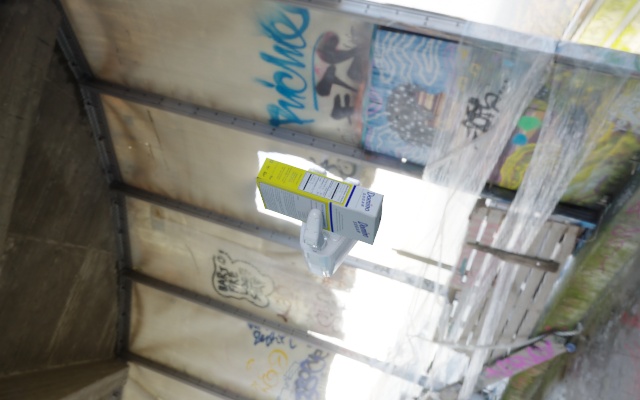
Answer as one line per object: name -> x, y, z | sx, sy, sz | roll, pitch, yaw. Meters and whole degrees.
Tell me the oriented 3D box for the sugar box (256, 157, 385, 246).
sugar box -> 0.000, 0.002, 0.679 | 0.176, 0.048, 0.093 | 16, -27, 11
